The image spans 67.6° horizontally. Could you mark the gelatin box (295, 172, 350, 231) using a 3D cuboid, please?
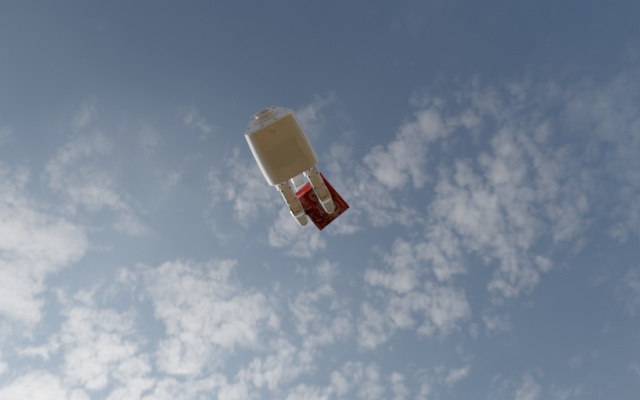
[{"bbox_3d":[0.000,0.003,0.899,0.073,0.089,0.030,-39,32,4],"label":"gelatin box"}]
